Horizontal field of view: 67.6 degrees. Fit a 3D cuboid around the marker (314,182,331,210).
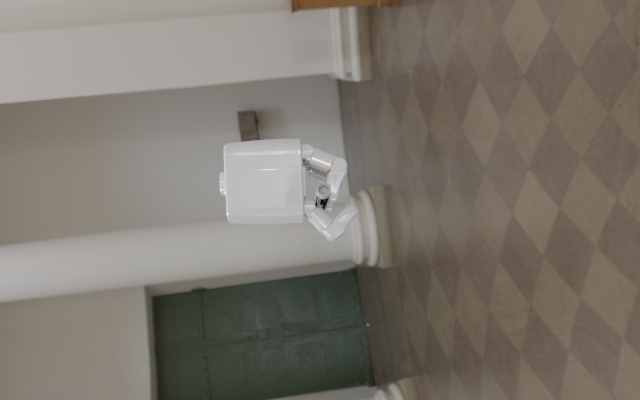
[{"bbox_3d":[0.000,0.002,0.660,0.020,0.020,0.121,0,-16,-4],"label":"marker"}]
